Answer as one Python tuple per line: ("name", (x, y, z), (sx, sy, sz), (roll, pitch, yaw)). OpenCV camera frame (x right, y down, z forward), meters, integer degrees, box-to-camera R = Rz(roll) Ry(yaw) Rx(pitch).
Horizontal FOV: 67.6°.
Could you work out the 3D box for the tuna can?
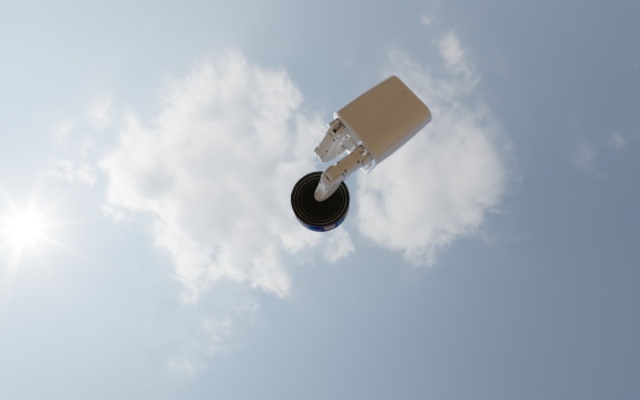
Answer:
("tuna can", (0.000, 0.003, 0.699), (0.086, 0.086, 0.034), (0, -19, 3))
